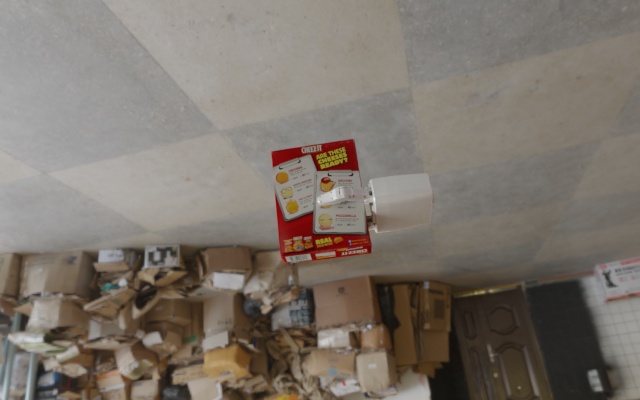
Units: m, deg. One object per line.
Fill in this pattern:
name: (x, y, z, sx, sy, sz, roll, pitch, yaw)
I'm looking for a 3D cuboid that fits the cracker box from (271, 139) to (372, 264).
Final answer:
cracker box: (0.000, 0.003, 0.899, 0.164, 0.213, 0.072, -8, -23, 2)
